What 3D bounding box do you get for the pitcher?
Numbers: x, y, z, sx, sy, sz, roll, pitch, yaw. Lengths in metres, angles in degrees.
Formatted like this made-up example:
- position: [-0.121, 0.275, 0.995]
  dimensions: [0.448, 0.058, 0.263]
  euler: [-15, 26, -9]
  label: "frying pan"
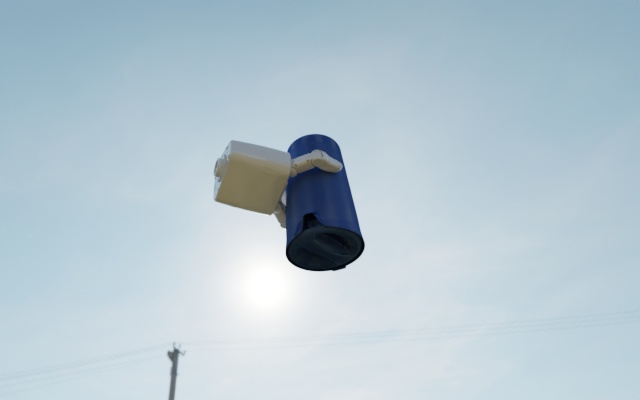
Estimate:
- position: [0.000, 0.003, 0.872]
  dimensions: [0.145, 0.242, 0.149]
  euler: [13, -43, -22]
  label: "pitcher"
